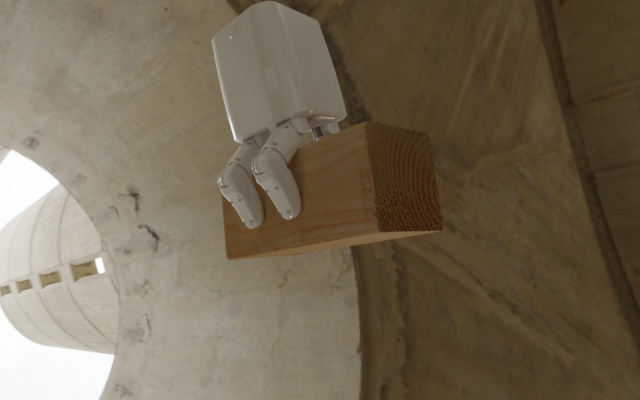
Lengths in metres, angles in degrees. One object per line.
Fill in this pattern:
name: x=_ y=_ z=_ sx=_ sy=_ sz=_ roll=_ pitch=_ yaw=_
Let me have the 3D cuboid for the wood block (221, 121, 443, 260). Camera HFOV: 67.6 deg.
wood block: x=0.000 y=0.001 z=0.460 sx=0.091 sy=0.090 sz=0.206 roll=1 pitch=-11 yaw=-44
